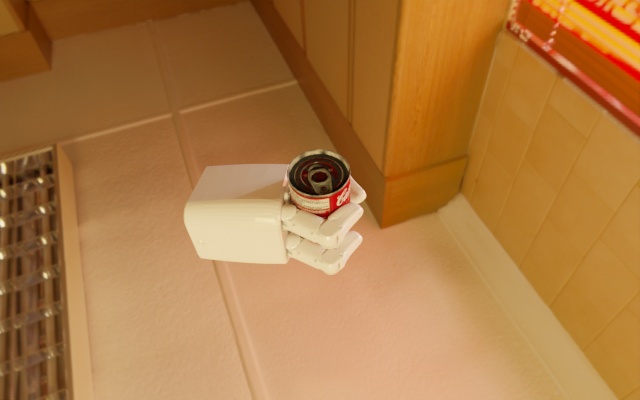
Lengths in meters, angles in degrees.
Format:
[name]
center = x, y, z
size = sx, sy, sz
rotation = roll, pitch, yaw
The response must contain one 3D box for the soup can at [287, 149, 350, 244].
[soup can]
center = 0.001, 0.002, 0.544
size = 0.068, 0.068, 0.102
rotation = 0, -40, 3
